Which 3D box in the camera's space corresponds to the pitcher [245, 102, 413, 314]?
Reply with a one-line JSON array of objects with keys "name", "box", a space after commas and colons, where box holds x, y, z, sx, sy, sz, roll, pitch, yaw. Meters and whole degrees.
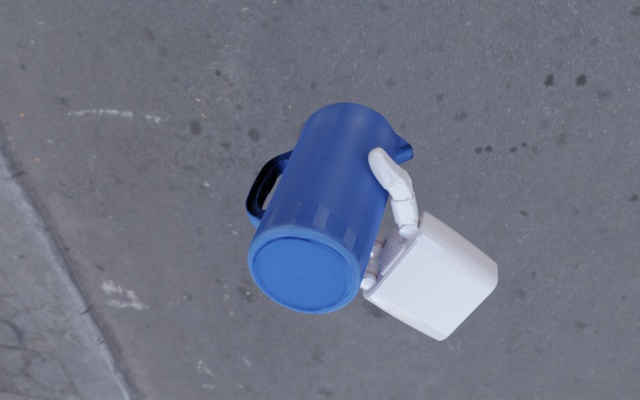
[{"name": "pitcher", "box": [0.000, 0.002, 0.526, 0.145, 0.149, 0.242, 34, 37, -9]}]
